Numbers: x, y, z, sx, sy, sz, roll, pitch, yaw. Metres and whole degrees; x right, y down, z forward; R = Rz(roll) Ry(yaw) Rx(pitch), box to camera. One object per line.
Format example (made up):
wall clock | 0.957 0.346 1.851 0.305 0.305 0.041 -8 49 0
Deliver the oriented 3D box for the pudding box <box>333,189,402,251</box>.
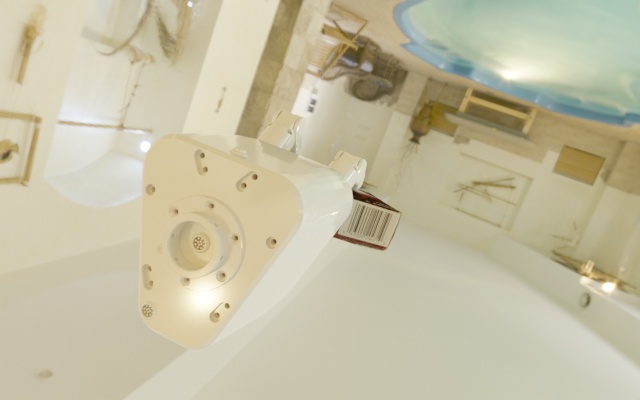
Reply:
pudding box | 0.000 0.002 0.411 0.113 0.039 0.090 19 8 -15
